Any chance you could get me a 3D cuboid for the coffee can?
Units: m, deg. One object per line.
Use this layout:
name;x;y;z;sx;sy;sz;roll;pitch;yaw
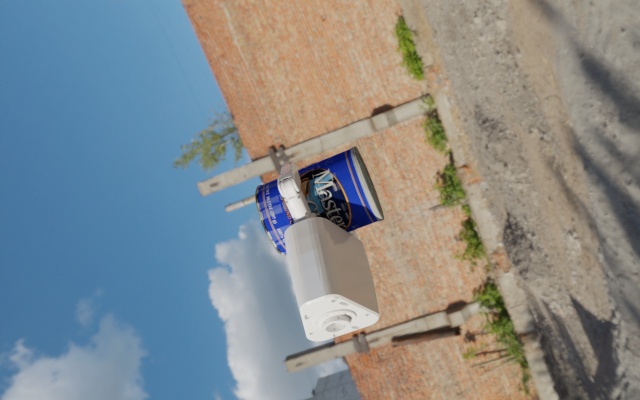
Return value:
coffee can;0.000;0.002;0.629;0.140;0.103;0.103;-21;-4;10
